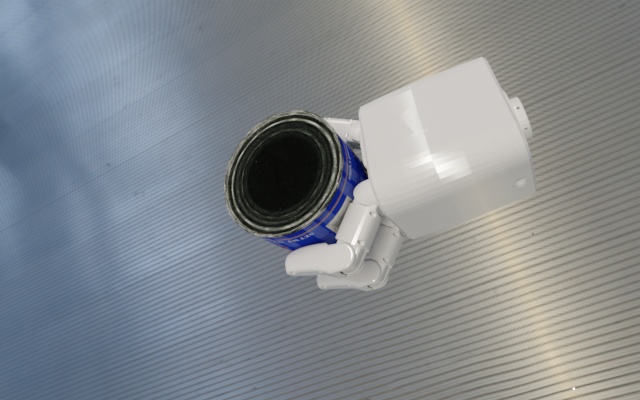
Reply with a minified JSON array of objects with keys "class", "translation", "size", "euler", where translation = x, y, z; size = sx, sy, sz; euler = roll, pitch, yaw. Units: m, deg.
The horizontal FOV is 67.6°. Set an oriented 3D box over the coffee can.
[{"class":"coffee can","translation":[0.000,0.001,0.413],"size":[0.103,0.102,0.140],"euler":[0,-19,28]}]
